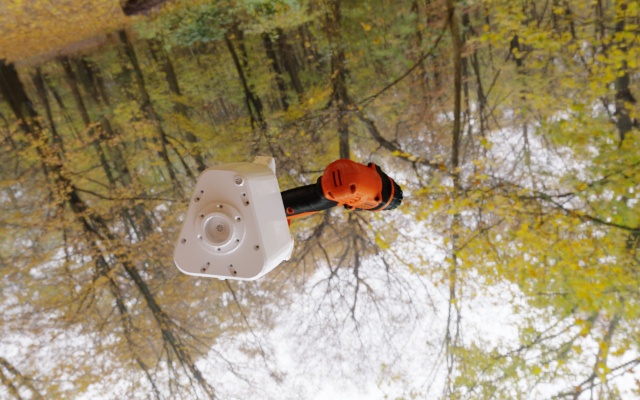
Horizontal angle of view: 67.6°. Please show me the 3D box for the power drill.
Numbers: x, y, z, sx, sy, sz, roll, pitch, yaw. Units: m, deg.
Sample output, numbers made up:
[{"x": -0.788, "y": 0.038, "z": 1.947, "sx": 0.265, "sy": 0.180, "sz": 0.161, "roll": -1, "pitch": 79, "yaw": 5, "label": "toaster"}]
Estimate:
[{"x": 0.000, "y": 0.002, "z": 0.608, "sx": 0.188, "sy": 0.057, "sz": 0.184, "roll": -18, "pitch": -15, "yaw": 24, "label": "power drill"}]
